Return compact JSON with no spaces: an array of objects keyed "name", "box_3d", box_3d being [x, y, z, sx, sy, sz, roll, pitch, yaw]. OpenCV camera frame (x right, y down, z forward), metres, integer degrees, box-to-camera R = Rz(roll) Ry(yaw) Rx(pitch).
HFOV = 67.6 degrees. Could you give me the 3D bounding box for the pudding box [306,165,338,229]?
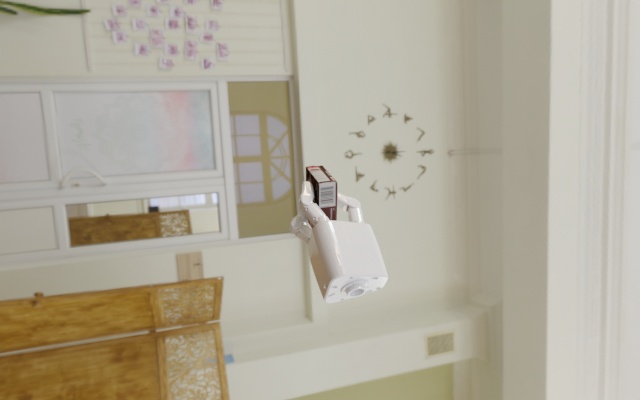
[{"name":"pudding box","box_3d":[0.000,0.003,0.874,0.039,0.113,0.090,-5,24,-17]}]
